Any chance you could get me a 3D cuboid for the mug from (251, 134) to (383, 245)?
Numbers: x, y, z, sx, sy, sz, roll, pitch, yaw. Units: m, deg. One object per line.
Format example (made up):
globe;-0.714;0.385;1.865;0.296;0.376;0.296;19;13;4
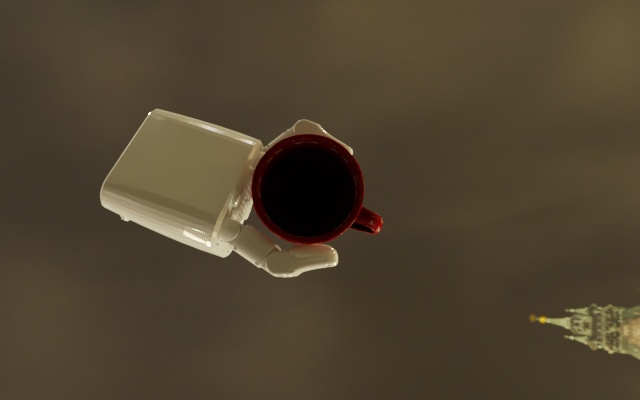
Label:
mug;0.001;0.002;0.429;0.117;0.093;0.081;21;-10;3
